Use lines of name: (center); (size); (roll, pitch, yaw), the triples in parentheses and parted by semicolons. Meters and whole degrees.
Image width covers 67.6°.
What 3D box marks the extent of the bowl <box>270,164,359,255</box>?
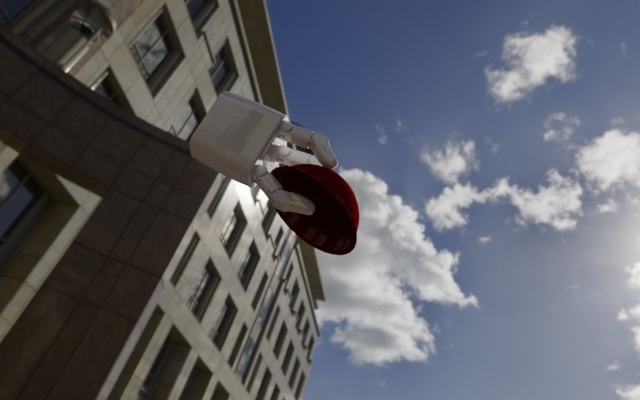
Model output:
bowl: (0.001, 0.003, 0.693); (0.162, 0.162, 0.055); (0, 37, 50)
